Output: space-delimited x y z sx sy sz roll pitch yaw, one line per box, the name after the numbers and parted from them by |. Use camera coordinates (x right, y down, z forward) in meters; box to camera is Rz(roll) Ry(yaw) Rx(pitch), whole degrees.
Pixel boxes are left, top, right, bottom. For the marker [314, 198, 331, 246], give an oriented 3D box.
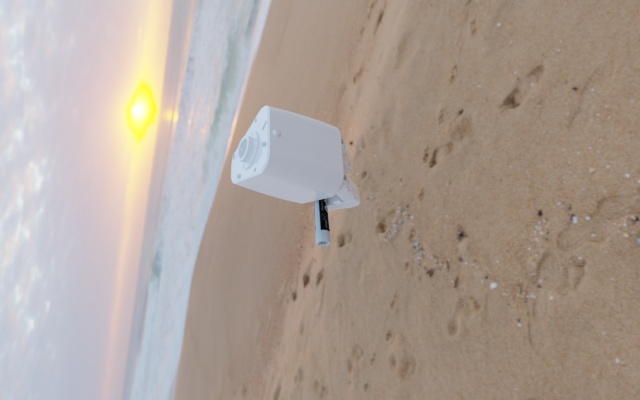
0.000 0.002 0.642 0.020 0.121 0.020 -3 -27 -2 | marker
